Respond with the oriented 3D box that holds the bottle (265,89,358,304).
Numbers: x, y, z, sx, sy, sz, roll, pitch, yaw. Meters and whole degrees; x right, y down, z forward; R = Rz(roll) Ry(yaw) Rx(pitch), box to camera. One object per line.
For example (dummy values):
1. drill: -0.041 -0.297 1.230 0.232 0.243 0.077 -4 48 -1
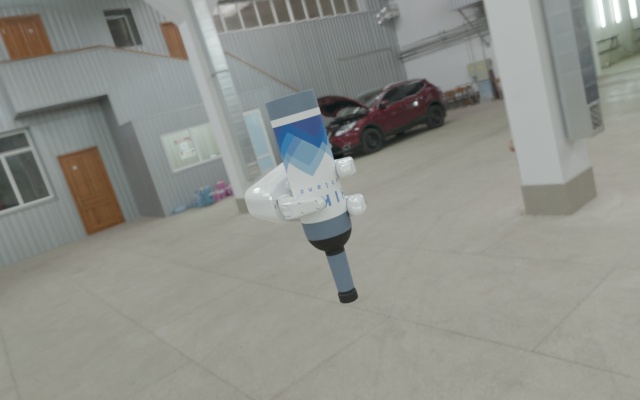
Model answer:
1. bottle: 0.000 0.002 0.652 0.069 0.296 0.069 -16 11 3
